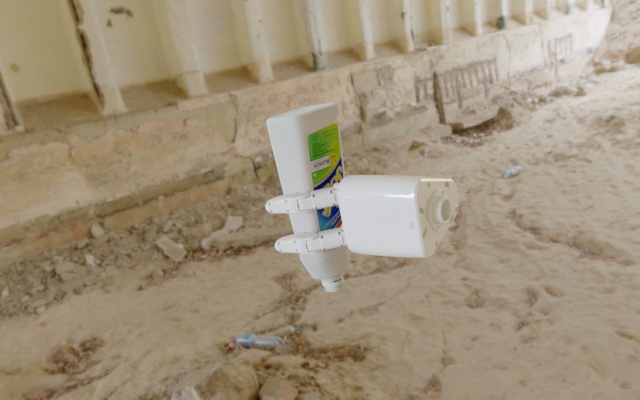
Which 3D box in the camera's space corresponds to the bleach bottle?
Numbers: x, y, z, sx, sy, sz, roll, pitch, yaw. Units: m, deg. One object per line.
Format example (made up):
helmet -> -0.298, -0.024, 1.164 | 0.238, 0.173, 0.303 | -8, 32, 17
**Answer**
bleach bottle -> 0.000, 0.002, 0.648 | 0.068, 0.251, 0.102 | 2, 21, 40
